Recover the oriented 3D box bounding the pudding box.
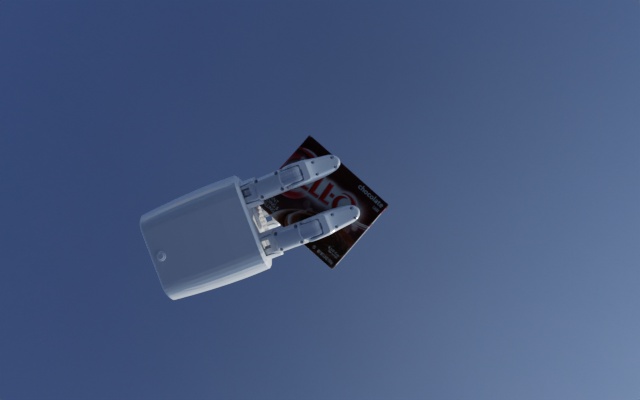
[{"bbox_3d":[0.000,0.002,0.506,0.113,0.090,0.039,41,-1,0],"label":"pudding box"}]
